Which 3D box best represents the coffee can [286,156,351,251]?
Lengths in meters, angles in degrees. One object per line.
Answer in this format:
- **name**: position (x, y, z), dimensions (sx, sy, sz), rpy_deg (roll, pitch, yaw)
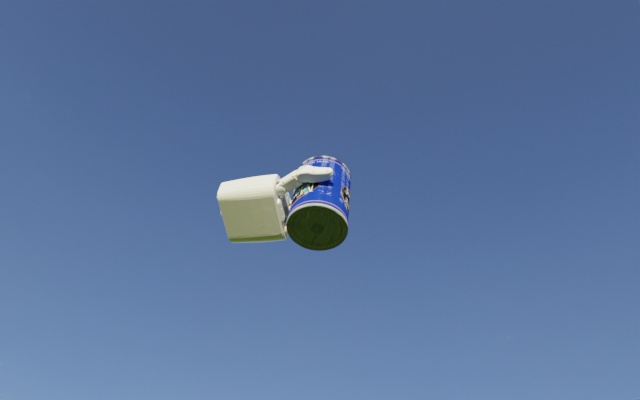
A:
- **coffee can**: position (0.000, 0.003, 0.837), dimensions (0.103, 0.103, 0.140), rpy_deg (0, 40, 6)
